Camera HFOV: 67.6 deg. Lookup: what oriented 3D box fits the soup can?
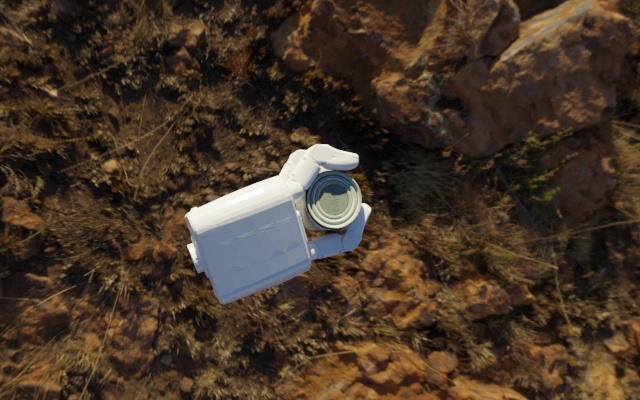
[{"bbox_3d":[0.001,0.002,0.572,0.068,0.068,0.102,0,-3,-18],"label":"soup can"}]
